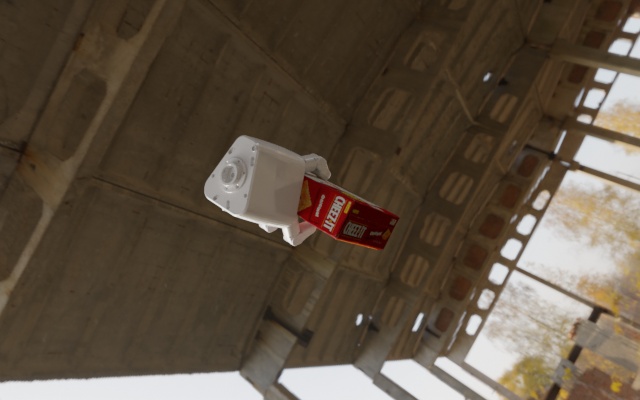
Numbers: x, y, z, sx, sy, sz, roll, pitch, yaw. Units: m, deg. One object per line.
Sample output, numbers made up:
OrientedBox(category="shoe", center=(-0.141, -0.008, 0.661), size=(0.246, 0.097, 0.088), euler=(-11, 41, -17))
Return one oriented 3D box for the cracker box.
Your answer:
OrientedBox(category="cracker box", center=(0.000, 0.002, 0.798), size=(0.213, 0.072, 0.164), euler=(28, 6, 34))
